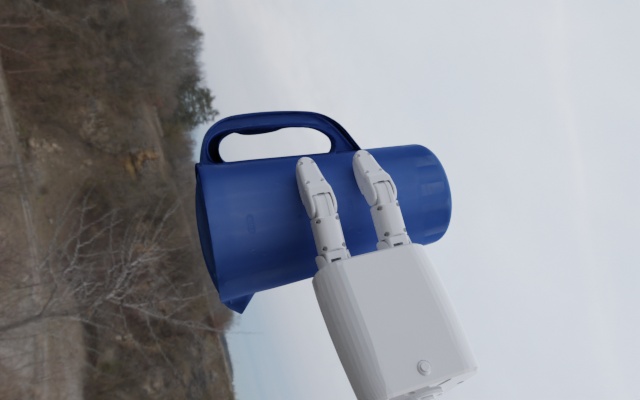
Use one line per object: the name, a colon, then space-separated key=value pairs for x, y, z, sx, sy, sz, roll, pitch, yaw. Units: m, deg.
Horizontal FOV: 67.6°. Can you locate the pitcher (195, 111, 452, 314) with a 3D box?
pitcher: x=0.000 y=0.002 z=0.476 sx=0.243 sy=0.145 sz=0.149 roll=-11 pitch=-36 yaw=-16
